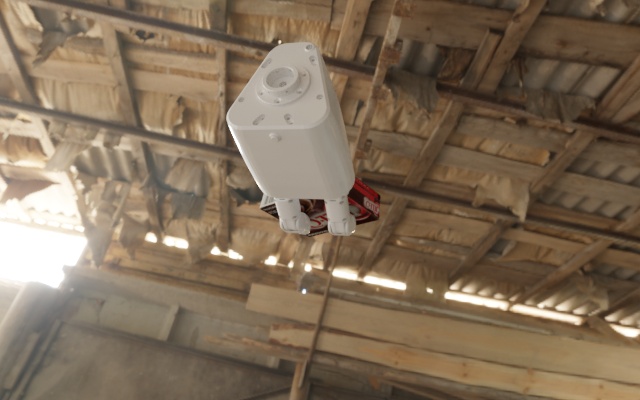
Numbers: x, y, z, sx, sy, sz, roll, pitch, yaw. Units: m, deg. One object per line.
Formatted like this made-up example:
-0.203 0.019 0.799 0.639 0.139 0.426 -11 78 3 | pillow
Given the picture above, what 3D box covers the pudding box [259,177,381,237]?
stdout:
0.000 0.002 0.559 0.113 0.039 0.090 -15 -37 40 | pudding box
